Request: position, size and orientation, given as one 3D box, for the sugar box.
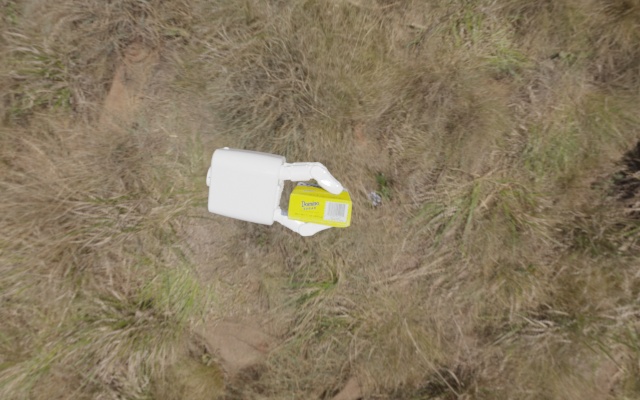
[{"bbox_3d":[0.000,0.002,0.780,0.093,0.048,0.176,8,10,-1],"label":"sugar box"}]
